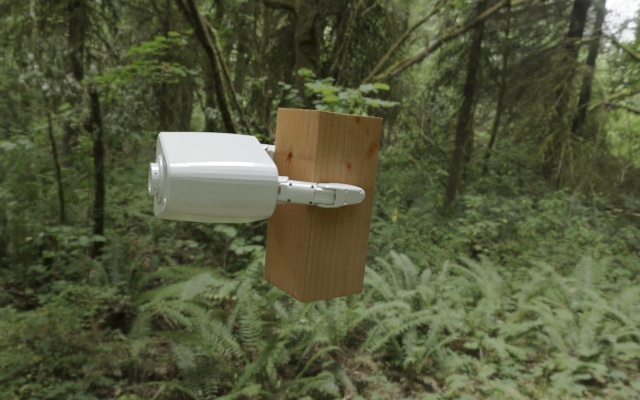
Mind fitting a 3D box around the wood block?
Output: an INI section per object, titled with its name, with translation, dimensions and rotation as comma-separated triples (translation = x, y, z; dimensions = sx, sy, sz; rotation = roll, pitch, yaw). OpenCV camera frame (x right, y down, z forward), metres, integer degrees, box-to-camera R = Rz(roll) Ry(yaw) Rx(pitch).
[wood block]
translation = 0.000, 0.002, 0.558
dimensions = 0.090, 0.206, 0.091
rotation = -1, 12, -37
